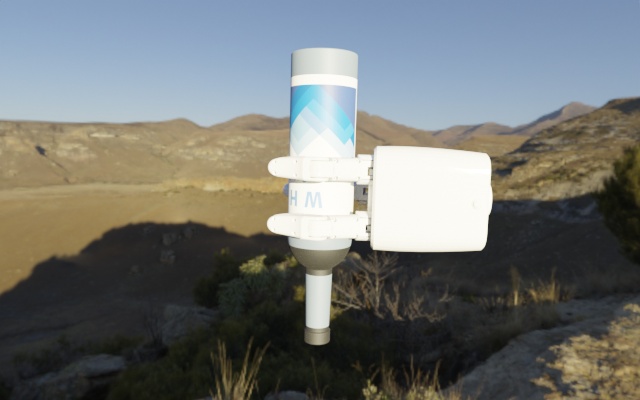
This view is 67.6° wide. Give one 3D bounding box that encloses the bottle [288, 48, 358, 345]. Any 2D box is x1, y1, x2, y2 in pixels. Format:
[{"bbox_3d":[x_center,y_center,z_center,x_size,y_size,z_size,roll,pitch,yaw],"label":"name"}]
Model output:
[{"bbox_3d":[0.000,0.001,0.490,0.069,0.296,0.069,2,6,0],"label":"bottle"}]
